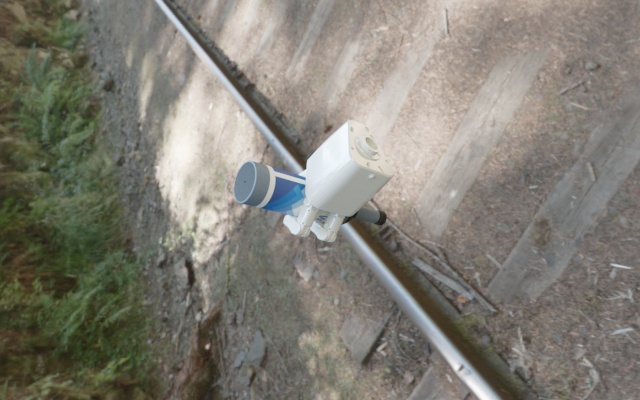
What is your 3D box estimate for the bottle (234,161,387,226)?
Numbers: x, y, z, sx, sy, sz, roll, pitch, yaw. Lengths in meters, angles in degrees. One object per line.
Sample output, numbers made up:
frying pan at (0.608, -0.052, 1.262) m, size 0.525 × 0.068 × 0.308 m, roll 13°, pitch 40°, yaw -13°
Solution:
bottle at (0.000, 0.003, 0.804) m, size 0.296 × 0.069 × 0.069 m, roll 15°, pitch -9°, yaw -36°
